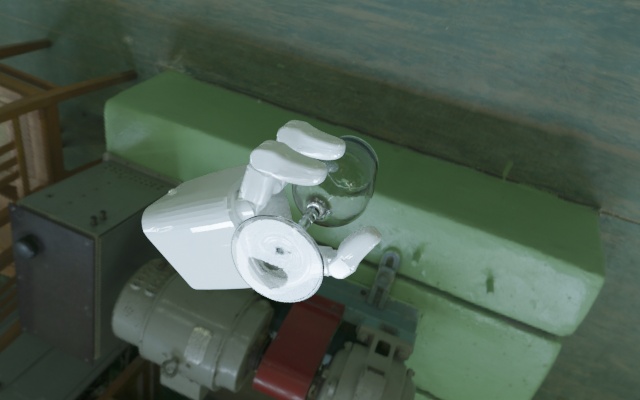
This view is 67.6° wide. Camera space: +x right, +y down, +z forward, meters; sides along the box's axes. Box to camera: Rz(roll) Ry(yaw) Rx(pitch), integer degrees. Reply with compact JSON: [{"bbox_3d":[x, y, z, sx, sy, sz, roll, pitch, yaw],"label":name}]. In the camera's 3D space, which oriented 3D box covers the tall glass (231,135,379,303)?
[{"bbox_3d":[0.000,0.002,0.429,0.079,0.079,0.201,0,25,22],"label":"tall glass"}]
